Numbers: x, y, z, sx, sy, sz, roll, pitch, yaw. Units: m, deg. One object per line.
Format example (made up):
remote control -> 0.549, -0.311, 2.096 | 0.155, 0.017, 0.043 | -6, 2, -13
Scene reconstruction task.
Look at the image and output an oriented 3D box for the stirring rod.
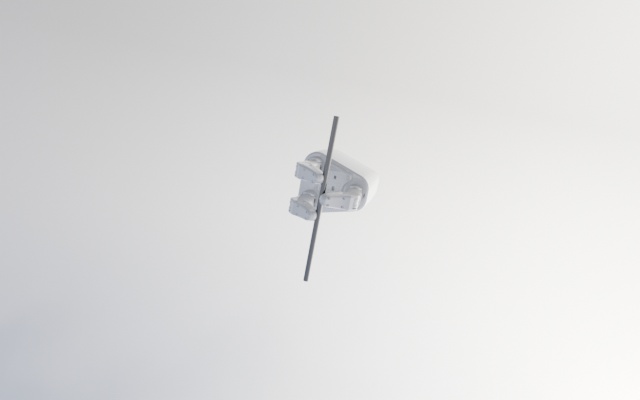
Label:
stirring rod -> 0.000, 0.002, 0.667 | 0.011, 0.239, 0.011 | 10, 14, -3
